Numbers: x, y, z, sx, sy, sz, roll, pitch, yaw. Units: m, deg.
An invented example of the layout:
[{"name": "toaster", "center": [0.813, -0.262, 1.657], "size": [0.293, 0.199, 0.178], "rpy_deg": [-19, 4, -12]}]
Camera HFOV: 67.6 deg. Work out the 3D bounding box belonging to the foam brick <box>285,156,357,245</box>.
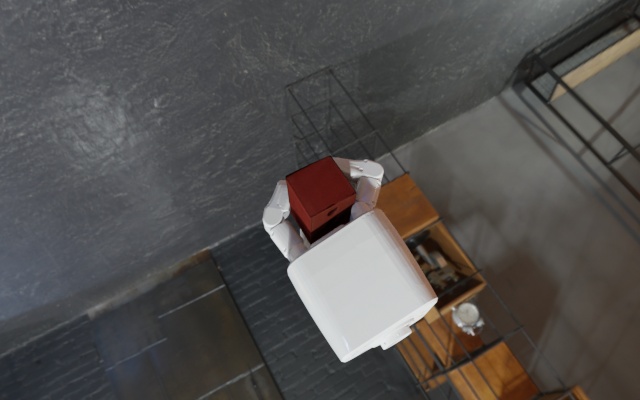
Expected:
[{"name": "foam brick", "center": [0.000, 0.001, 0.490], "size": [0.053, 0.051, 0.078], "rpy_deg": [-27, -23, -13]}]
